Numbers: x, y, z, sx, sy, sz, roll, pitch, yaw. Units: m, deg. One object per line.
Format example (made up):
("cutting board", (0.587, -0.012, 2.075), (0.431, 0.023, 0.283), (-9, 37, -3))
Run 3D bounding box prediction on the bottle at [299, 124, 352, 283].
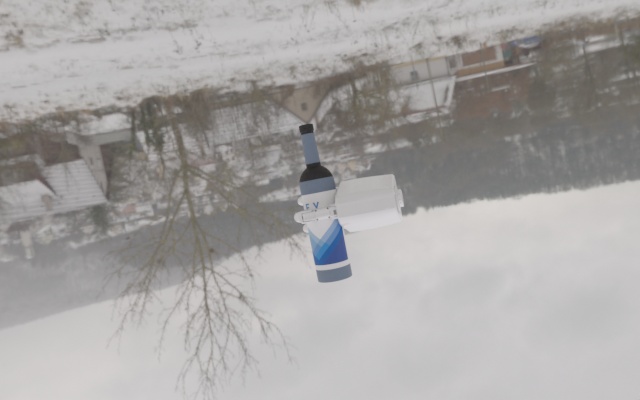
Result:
("bottle", (0.000, 0.003, 0.900), (0.069, 0.296, 0.069), (-11, 2, 0))
